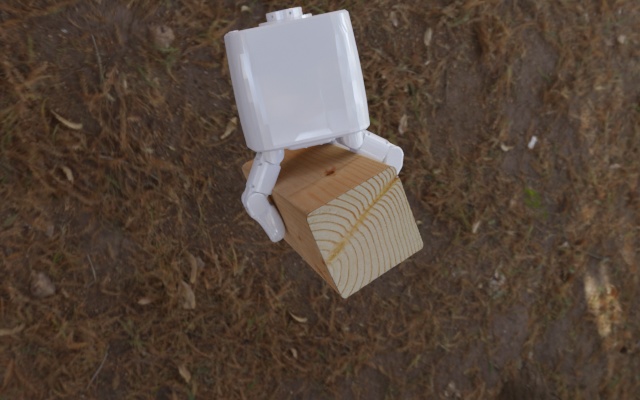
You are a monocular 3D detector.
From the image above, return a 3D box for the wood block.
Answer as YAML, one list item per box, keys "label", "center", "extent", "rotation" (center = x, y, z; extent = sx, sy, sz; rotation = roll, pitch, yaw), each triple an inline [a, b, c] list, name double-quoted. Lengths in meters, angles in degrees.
- label: "wood block"
  center: [0.000, 0.001, 0.494]
  extent: [0.091, 0.090, 0.206]
  rotation: [-30, 25, -13]
